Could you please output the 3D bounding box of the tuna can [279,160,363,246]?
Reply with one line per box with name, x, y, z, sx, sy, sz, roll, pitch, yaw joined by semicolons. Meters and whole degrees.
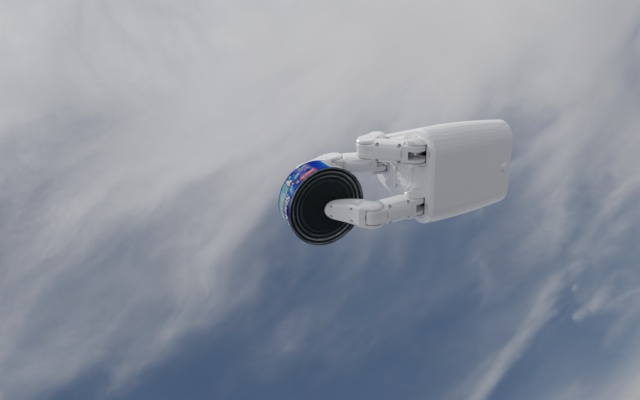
tuna can;0.000;0.001;0.501;0.086;0.086;0.033;0;21;-29
